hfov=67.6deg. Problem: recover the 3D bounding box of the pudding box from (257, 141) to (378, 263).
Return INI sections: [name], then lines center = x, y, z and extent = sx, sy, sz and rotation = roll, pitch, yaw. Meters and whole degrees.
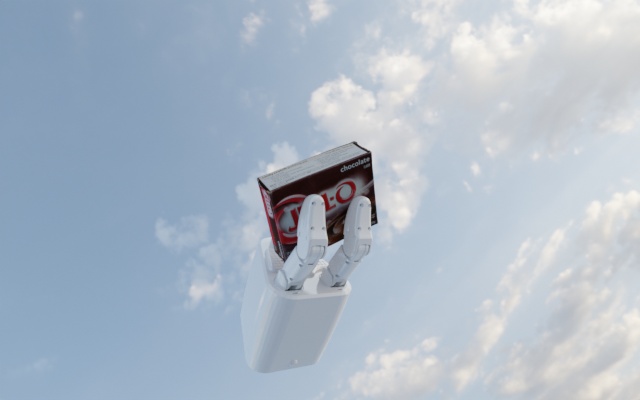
[pudding box]
center = 0.000, 0.002, 0.480
extent = 0.113, 0.090, 0.039
rotation = -24, 38, -20
